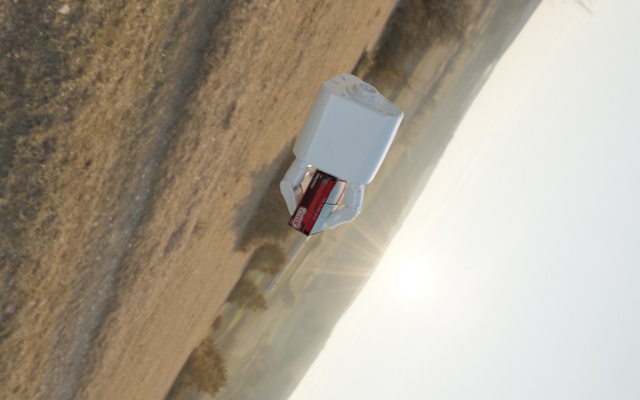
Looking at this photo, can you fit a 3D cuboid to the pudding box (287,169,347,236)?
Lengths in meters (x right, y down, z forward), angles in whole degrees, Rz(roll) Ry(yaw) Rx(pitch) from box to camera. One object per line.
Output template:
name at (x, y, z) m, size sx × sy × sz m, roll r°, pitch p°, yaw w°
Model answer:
pudding box at (0.000, 0.002, 0.695) m, size 0.039 × 0.090 × 0.113 m, roll 30°, pitch 6°, yaw 12°
